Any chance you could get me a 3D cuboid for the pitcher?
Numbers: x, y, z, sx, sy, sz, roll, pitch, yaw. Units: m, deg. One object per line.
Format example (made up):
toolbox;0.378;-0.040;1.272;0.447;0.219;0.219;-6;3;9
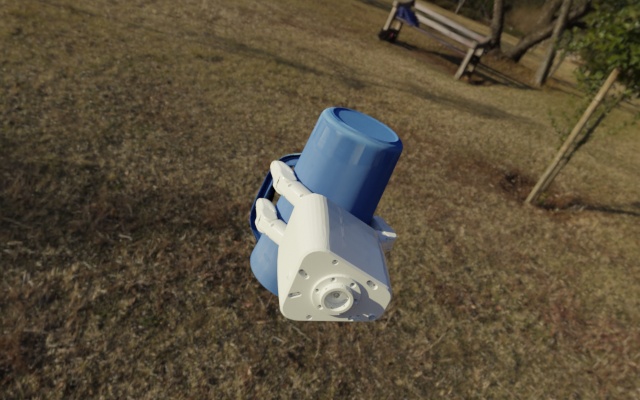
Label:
pitcher;0.000;0.002;0.627;0.149;0.243;0.145;19;26;-13
